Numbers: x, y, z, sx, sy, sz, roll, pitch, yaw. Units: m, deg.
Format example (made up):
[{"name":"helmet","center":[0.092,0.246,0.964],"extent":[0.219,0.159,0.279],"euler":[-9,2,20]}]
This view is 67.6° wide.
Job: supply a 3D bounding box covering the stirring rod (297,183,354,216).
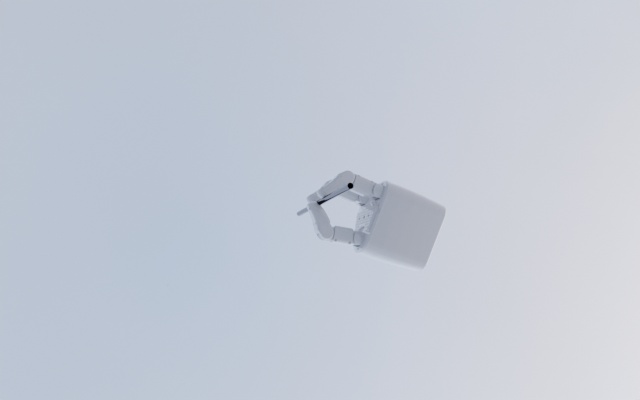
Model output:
[{"name":"stirring rod","center":[0.000,0.002,0.690],"extent":[0.011,0.011,0.239],"euler":[0,-10,-18]}]
